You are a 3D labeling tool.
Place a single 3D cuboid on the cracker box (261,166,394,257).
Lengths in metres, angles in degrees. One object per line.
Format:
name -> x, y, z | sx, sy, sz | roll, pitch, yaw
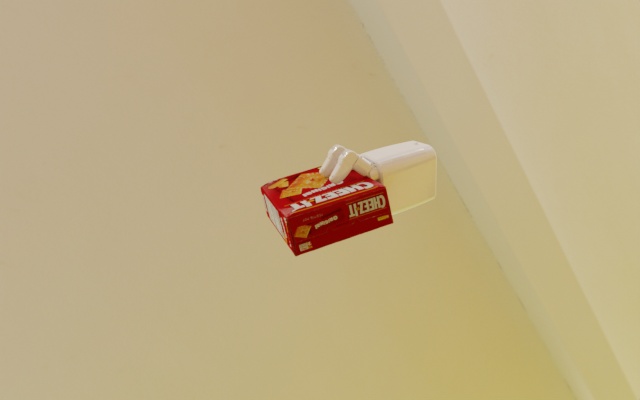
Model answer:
cracker box -> 0.000, 0.003, 0.803 | 0.164, 0.072, 0.213 | -18, 19, -12
